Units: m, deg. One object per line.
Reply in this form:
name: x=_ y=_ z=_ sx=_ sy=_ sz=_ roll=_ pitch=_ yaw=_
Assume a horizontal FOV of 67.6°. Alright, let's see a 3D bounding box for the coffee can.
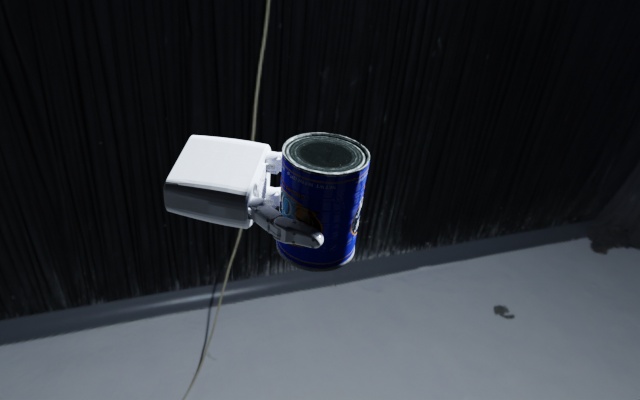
coffee can: x=0.000 y=0.002 z=0.587 sx=0.103 sy=0.140 sz=0.102 roll=5 pitch=33 yaw=-3
